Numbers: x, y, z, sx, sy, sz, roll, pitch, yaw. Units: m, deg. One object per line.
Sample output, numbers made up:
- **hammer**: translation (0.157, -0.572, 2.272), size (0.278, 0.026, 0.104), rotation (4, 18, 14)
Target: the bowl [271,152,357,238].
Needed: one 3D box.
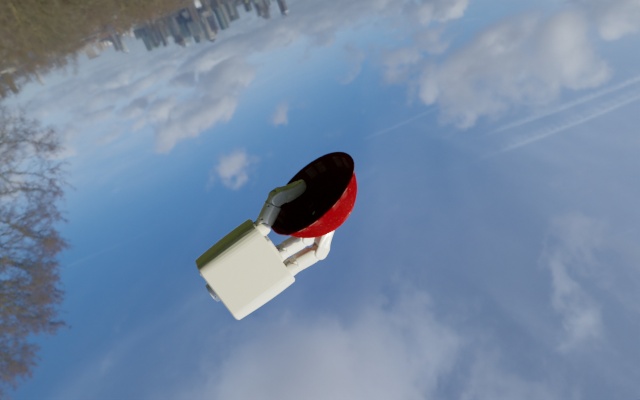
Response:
- **bowl**: translation (0.001, 0.002, 0.727), size (0.055, 0.162, 0.162), rotation (45, -26, -29)
